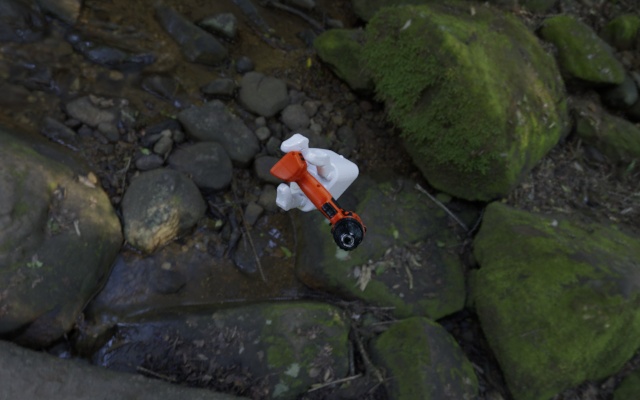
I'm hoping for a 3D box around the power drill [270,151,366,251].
[{"bbox_3d":[0.000,0.002,0.796,0.057,0.187,0.184,-41,1,4],"label":"power drill"}]
